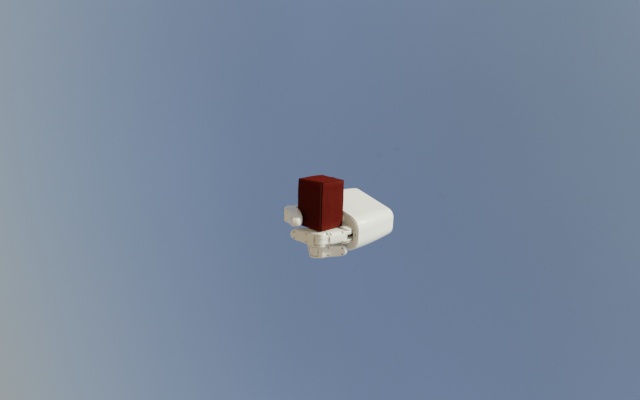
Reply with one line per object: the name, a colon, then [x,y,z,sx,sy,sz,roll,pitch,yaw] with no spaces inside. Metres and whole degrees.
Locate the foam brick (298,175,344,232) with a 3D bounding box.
foam brick: [0.000,0.002,0.749,0.051,0.078,0.053,-13,21,-43]
